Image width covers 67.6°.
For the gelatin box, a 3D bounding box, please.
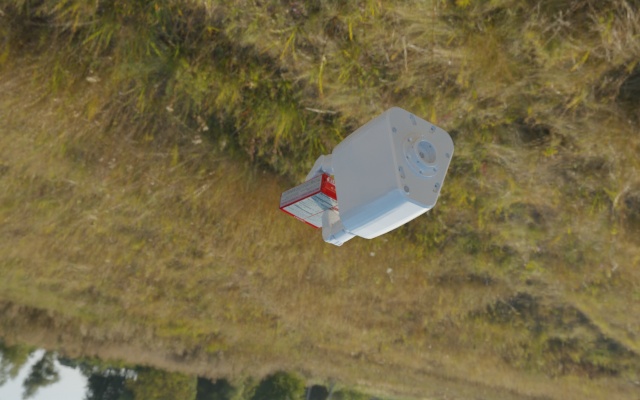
[{"bbox_3d":[0.000,0.003,0.642,0.073,0.030,0.089,29,-36,-34],"label":"gelatin box"}]
